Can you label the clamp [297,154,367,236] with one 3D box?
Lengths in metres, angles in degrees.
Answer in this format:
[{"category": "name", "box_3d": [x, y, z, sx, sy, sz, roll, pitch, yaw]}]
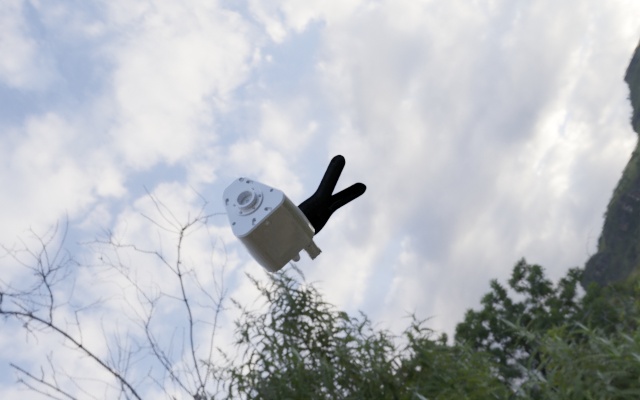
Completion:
[{"category": "clamp", "box_3d": [0.000, 0.002, 0.788, 0.039, 0.171, 0.120, 38, -12, 40]}]
